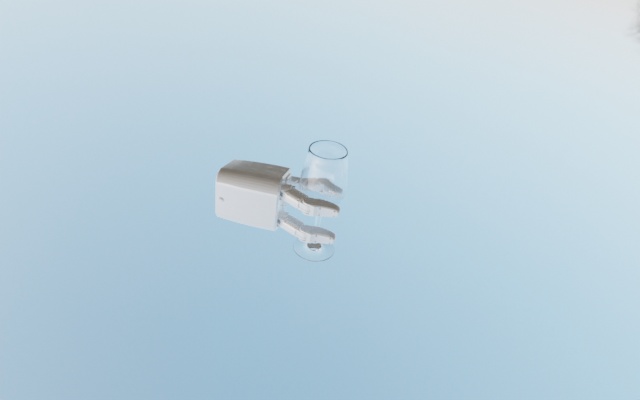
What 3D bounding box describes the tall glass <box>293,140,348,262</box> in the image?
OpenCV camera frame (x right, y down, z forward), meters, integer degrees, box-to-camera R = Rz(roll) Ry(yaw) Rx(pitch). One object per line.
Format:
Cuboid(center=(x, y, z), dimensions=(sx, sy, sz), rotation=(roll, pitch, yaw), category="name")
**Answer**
Cuboid(center=(0.000, 0.003, 0.792), dimensions=(0.079, 0.201, 0.079), rotation=(6, 34, -4), category="tall glass")
